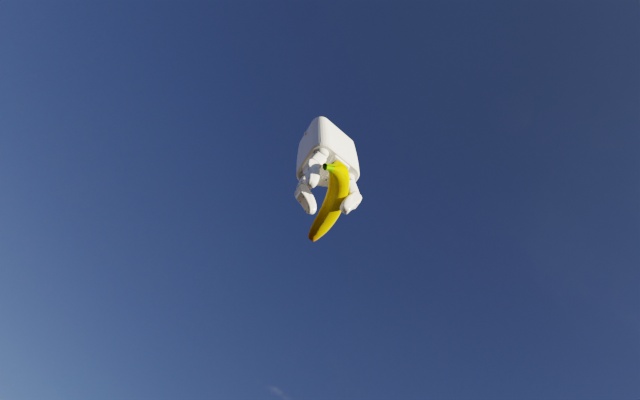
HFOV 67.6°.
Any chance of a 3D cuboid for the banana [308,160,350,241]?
[{"bbox_3d":[0.017,-0.004,0.857,0.069,0.198,0.037,-16,50,-24],"label":"banana"}]
